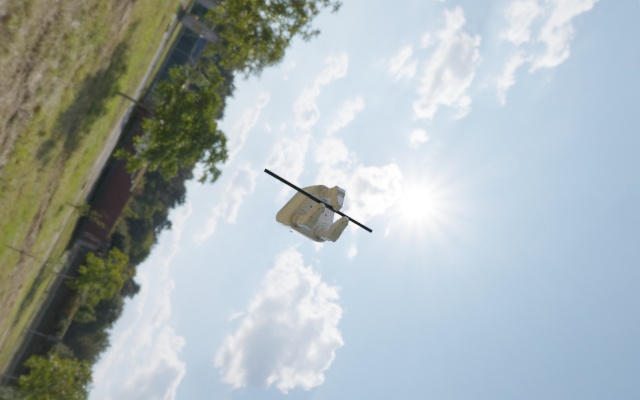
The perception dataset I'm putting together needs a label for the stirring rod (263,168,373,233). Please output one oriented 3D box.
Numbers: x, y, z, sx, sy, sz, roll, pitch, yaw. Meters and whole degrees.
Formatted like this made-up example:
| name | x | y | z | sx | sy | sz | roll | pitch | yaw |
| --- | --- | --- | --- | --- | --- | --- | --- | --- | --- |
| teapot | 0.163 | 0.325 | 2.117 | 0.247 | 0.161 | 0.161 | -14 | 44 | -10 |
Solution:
| name | x | y | z | sx | sy | sz | roll | pitch | yaw |
| --- | --- | --- | --- | --- | --- | --- | --- | --- | --- |
| stirring rod | 0.000 | 0.003 | 0.879 | 0.239 | 0.011 | 0.011 | 30 | -11 | -20 |
